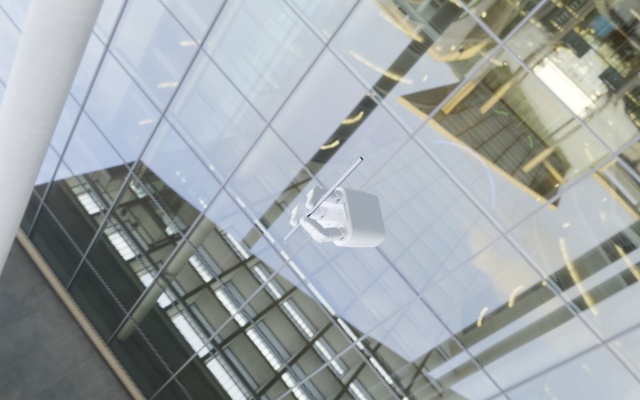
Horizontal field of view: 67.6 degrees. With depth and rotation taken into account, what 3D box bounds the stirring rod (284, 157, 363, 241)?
[{"bbox_3d":[0.000,0.003,0.864,0.011,0.011,0.240,0,-37,-46],"label":"stirring rod"}]
